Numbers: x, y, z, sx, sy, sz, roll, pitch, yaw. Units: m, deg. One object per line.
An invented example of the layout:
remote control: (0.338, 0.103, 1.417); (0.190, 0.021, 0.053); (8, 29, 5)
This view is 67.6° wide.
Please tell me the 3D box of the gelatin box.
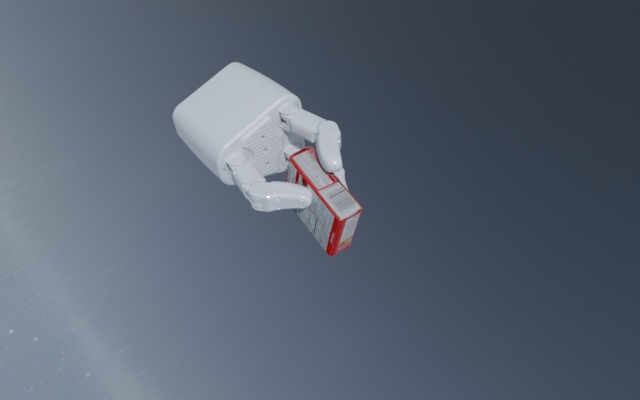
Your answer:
gelatin box: (0.000, 0.002, 0.479); (0.030, 0.089, 0.073); (-27, -26, -24)
